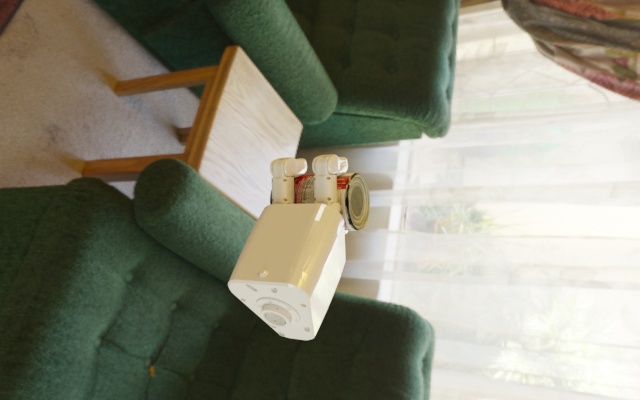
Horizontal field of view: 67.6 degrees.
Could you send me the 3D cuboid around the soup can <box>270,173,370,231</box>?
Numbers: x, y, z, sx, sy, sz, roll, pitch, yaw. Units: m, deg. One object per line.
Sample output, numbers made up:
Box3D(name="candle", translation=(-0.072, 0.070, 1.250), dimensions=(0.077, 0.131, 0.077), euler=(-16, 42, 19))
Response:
Box3D(name="soup can", translation=(0.001, 0.002, 0.571), dimensions=(0.102, 0.068, 0.068), euler=(-1, -1, 27))
